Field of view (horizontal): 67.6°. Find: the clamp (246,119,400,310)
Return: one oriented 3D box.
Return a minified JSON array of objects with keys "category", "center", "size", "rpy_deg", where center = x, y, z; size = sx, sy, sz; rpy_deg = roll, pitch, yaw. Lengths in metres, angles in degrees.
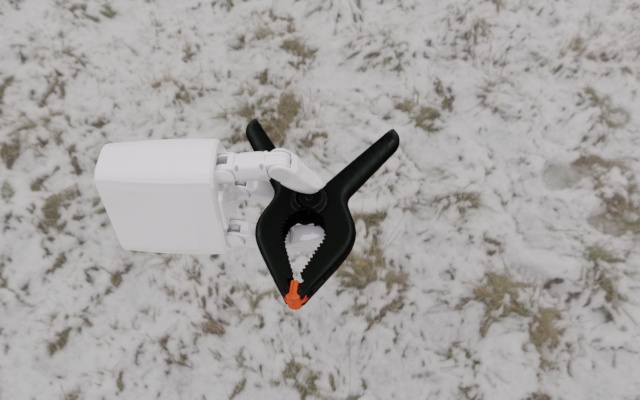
[{"category":"clamp","center":[0.000,0.002,0.466],"size":[0.164,0.209,0.036],"rpy_deg":[-1,-32,3]}]
